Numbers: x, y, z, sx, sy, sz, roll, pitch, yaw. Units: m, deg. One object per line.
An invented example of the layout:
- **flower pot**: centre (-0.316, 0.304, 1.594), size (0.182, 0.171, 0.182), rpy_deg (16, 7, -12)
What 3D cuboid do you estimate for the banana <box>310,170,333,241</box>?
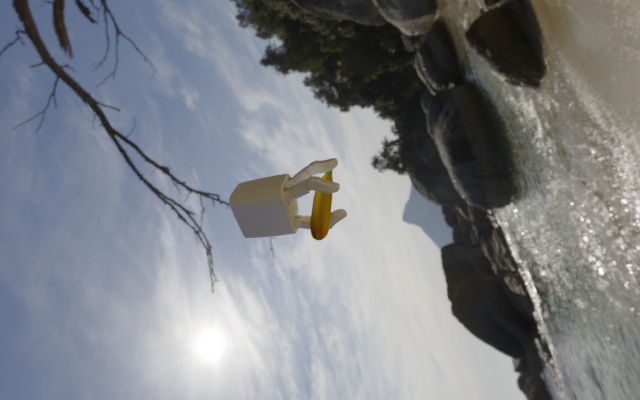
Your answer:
- **banana**: centre (0.001, 0.014, 0.888), size (0.037, 0.070, 0.197), rpy_deg (2, 44, 5)
